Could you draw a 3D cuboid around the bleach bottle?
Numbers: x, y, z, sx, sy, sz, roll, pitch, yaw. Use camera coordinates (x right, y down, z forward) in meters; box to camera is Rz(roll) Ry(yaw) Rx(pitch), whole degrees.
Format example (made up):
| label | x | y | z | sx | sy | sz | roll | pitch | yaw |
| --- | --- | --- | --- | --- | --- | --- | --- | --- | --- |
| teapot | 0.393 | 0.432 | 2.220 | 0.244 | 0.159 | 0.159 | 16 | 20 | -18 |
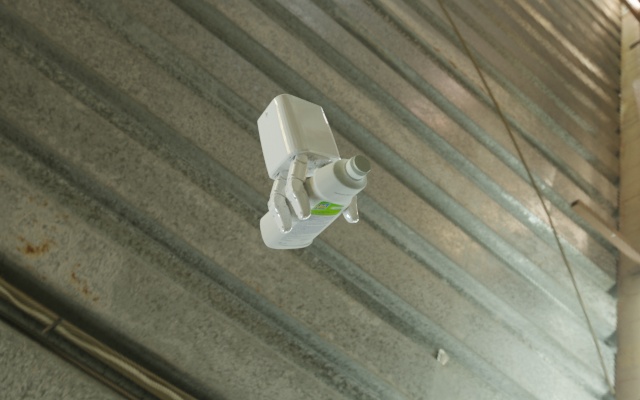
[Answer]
| label | x | y | z | sx | sy | sz | roll | pitch | yaw |
| --- | --- | --- | --- | --- | --- | --- | --- | --- | --- |
| bleach bottle | 0.000 | 0.003 | 0.749 | 0.102 | 0.068 | 0.251 | -2 | -24 | -35 |
